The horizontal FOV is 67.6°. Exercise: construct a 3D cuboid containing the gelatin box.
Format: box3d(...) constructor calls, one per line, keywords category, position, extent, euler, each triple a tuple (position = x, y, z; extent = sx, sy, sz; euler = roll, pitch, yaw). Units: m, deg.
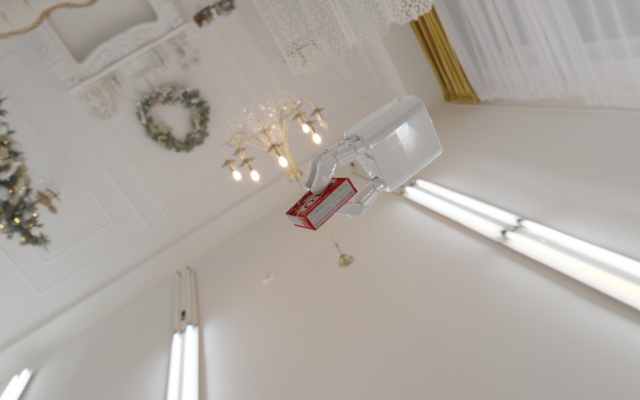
box3d(category="gelatin box", position=(0.000, 0.003, 0.696), extent=(0.089, 0.030, 0.073), euler=(-43, 20, -18))
